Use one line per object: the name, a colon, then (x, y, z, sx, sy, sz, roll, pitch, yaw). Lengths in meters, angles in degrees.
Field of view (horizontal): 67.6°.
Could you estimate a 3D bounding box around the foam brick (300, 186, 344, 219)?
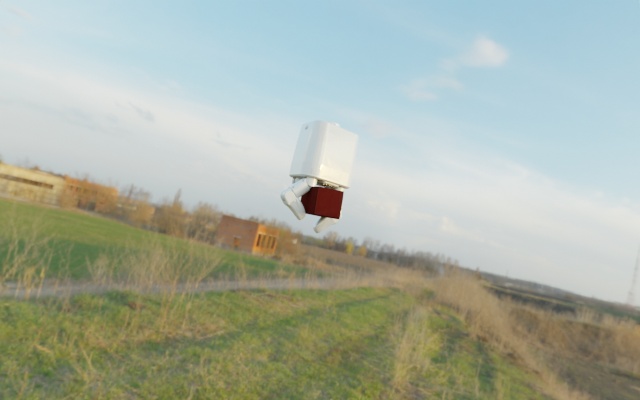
foam brick: (0.000, 0.003, 0.870, 0.053, 0.051, 0.078, 12, -3, -24)
